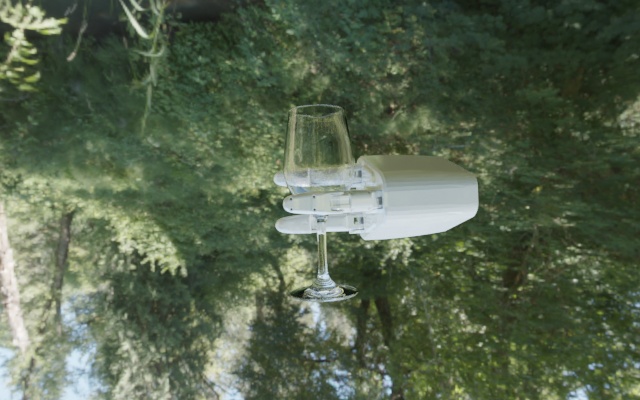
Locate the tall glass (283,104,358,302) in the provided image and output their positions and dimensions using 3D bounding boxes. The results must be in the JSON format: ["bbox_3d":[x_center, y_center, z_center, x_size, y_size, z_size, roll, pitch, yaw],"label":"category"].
[{"bbox_3d":[0.000,0.002,0.517,0.079,0.201,0.079,-3,2,0],"label":"tall glass"}]
